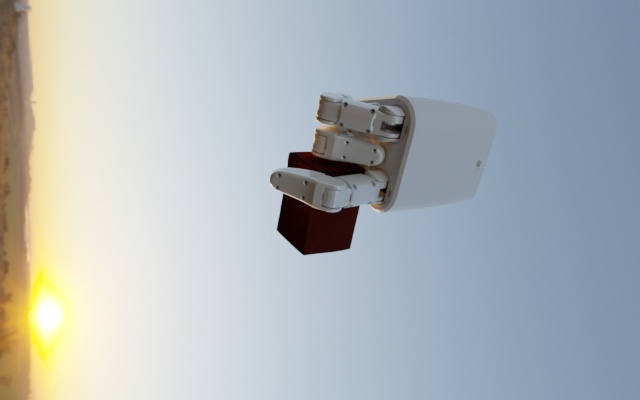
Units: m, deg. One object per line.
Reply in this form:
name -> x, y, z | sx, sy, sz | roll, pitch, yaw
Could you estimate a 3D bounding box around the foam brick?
foam brick -> 0.000, 0.002, 0.421 | 0.051, 0.078, 0.053 | -3, 27, -33
